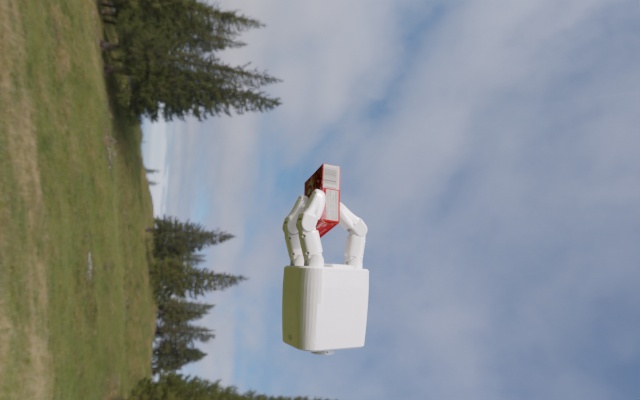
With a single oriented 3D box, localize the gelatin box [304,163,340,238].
[{"bbox_3d":[0.001,0.002,0.681,0.030,0.089,0.073,10,-24,-20],"label":"gelatin box"}]
